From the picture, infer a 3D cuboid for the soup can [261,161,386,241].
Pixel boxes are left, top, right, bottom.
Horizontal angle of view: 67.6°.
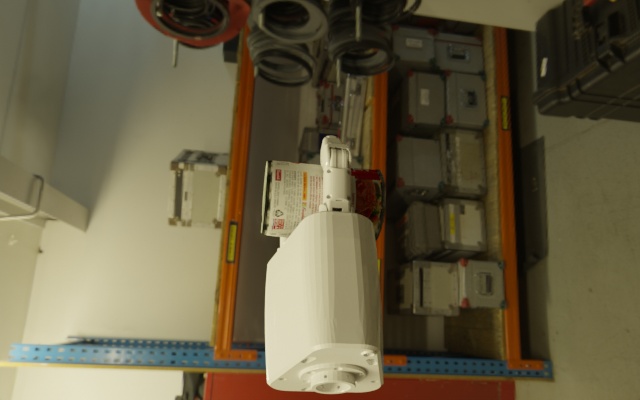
[{"bbox_3d":[0.000,0.001,0.430,0.102,0.068,0.068,5,-1,-8],"label":"soup can"}]
